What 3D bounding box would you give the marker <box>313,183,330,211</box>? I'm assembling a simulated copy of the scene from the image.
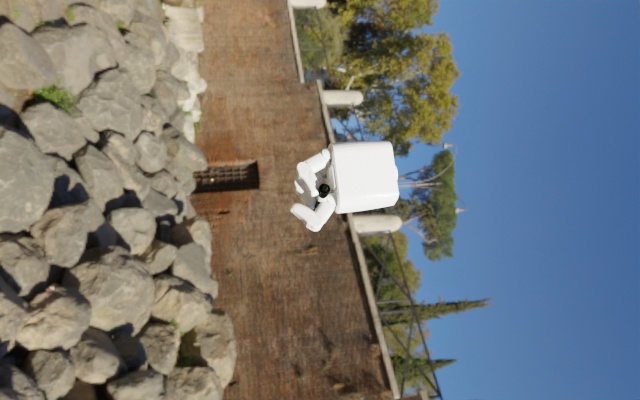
[{"bbox_3d":[0.000,0.003,0.808,0.020,0.020,0.121,0,-23,-8],"label":"marker"}]
